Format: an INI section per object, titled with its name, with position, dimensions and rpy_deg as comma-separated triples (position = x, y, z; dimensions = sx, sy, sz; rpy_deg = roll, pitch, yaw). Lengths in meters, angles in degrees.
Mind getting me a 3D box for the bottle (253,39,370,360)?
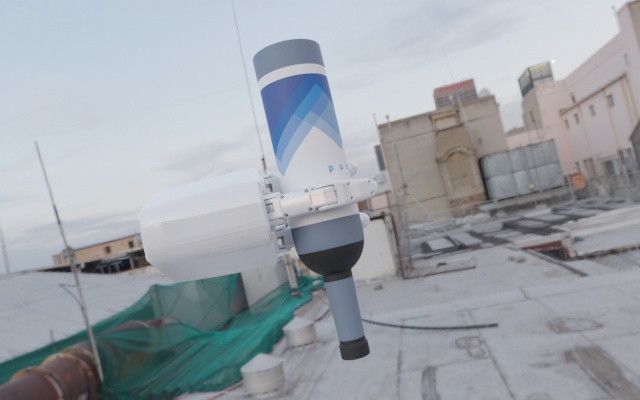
[bottle]
position = 0.000, 0.001, 0.452
dimensions = 0.069, 0.295, 0.069
rpy_deg = -13, -3, -1
